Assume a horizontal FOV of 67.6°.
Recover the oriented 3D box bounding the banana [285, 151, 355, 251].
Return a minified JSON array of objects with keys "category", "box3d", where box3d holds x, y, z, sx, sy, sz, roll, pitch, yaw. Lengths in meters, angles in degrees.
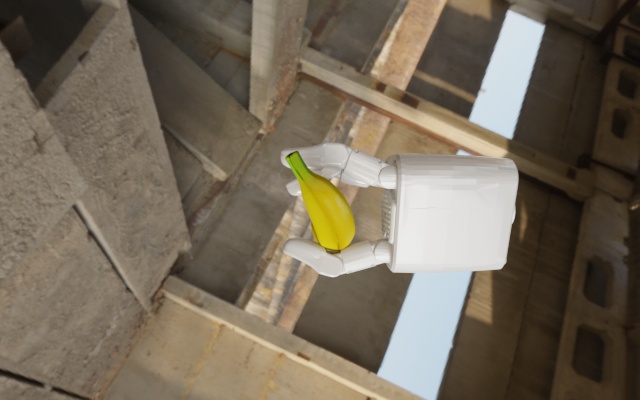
[{"category":"banana","box3d":[0.007,0.016,0.459,0.037,0.069,0.198,-24,-19,-4]}]
